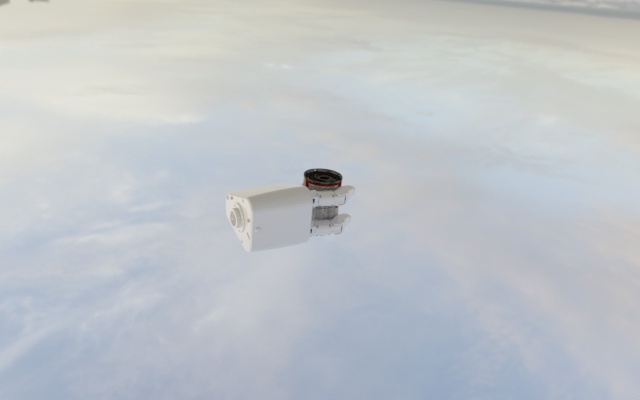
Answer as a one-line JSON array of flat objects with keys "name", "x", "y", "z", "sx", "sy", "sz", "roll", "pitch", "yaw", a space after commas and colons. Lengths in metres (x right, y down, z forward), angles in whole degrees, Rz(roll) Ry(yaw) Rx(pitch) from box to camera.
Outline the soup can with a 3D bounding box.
[{"name": "soup can", "x": 0.000, "y": 0.003, "z": 0.837, "sx": 0.068, "sy": 0.102, "sz": 0.068, "roll": 5, "pitch": 24, "yaw": -2}]
